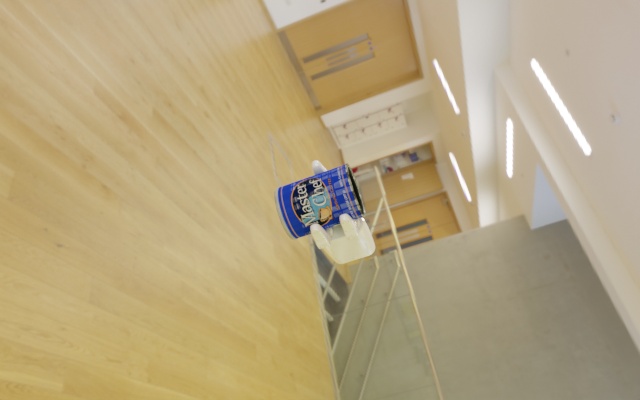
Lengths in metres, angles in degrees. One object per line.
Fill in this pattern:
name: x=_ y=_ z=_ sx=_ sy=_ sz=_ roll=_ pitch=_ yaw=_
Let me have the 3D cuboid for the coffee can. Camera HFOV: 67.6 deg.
coffee can: x=0.000 y=0.003 z=0.874 sx=0.140 sy=0.103 sz=0.103 roll=-19 pitch=-4 yaw=10
